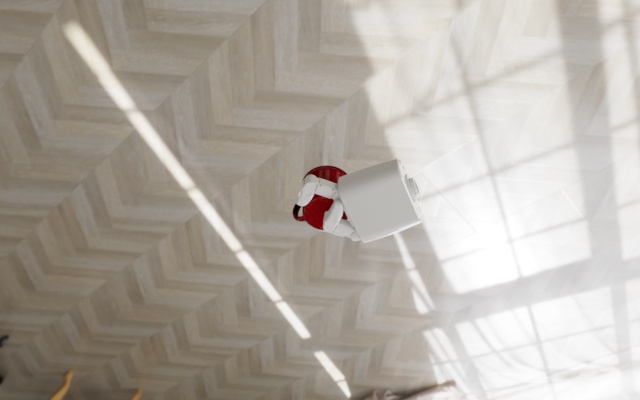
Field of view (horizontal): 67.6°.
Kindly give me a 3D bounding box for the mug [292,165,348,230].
[{"bbox_3d":[-0.001,0.003,0.852,0.117,0.093,0.081,-22,35,20],"label":"mug"}]
